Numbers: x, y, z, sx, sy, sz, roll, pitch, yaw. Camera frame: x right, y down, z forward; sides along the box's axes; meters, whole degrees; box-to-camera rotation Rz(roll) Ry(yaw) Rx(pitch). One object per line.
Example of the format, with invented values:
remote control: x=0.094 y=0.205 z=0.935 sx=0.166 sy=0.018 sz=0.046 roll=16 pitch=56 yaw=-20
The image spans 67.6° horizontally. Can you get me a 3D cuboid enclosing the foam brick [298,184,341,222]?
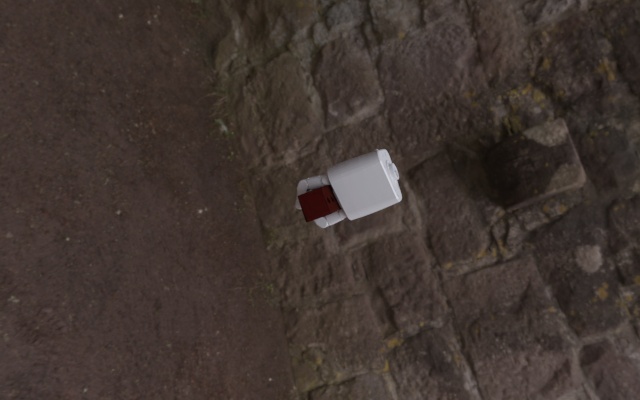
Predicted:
foam brick: x=0.000 y=0.003 z=0.895 sx=0.051 sy=0.053 sz=0.078 roll=-19 pitch=2 yaw=21
